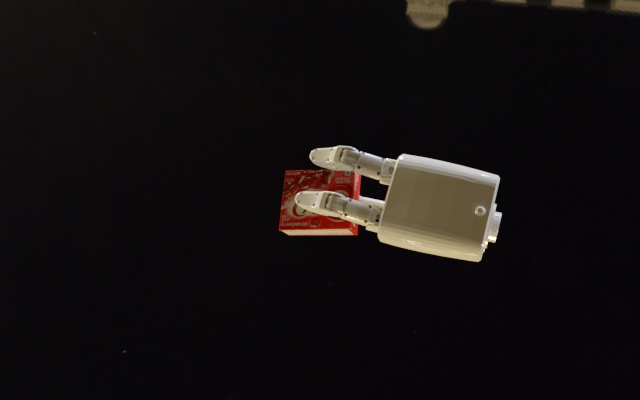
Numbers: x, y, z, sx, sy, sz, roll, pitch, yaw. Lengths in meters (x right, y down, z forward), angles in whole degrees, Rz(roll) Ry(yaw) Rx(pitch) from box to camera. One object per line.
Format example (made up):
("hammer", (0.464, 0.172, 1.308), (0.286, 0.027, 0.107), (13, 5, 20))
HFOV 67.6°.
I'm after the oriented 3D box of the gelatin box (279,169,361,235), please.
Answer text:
("gelatin box", (0.000, 0.002, 0.550), (0.089, 0.073, 0.030), (-2, -18, 22))
